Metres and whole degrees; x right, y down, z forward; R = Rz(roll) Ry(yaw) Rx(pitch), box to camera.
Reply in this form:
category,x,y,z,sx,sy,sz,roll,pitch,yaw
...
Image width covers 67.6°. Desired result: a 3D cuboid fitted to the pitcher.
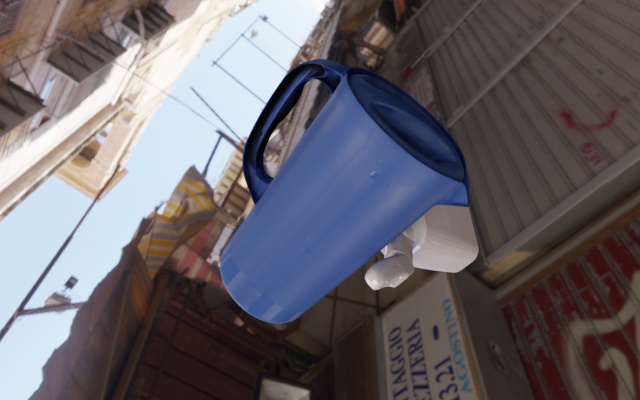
category,x,y,z,sx,sy,sz,roll,pitch,yaw
pitcher,0.000,0.002,0.448,0.145,0.149,0.243,15,-51,-39
